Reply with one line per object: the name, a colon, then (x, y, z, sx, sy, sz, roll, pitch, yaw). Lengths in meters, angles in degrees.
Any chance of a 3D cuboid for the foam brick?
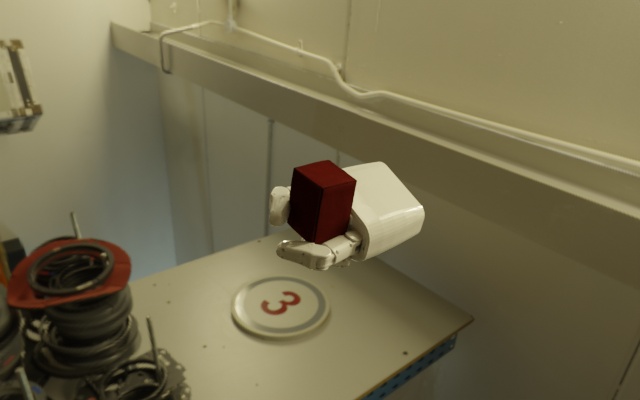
foam brick: (0.000, 0.002, 0.538, 0.051, 0.078, 0.053, -17, 41, -35)
